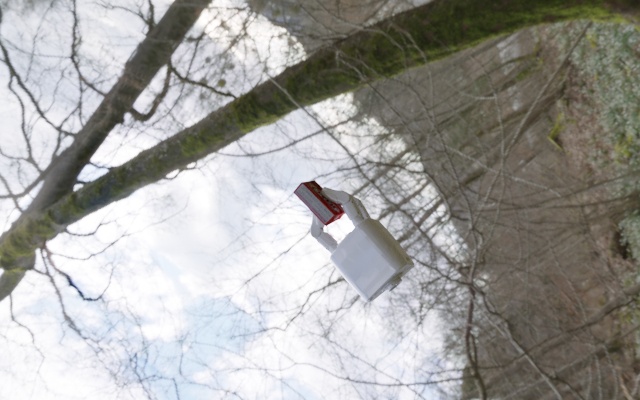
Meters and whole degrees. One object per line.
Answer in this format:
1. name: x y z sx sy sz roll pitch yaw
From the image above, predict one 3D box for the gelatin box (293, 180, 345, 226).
1. gelatin box: 0.000 0.003 0.879 0.089 0.030 0.073 45 16 9
